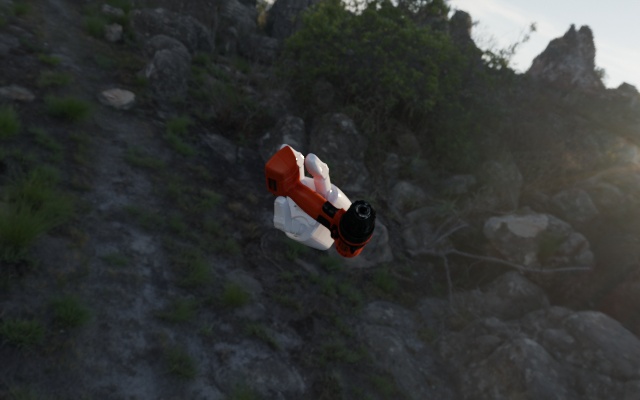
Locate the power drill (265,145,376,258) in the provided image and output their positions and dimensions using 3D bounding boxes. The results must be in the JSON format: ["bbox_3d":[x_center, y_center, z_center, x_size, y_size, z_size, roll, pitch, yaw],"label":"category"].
[{"bbox_3d":[0.000,0.002,0.722,0.187,0.057,0.184,42,-19,12],"label":"power drill"}]
